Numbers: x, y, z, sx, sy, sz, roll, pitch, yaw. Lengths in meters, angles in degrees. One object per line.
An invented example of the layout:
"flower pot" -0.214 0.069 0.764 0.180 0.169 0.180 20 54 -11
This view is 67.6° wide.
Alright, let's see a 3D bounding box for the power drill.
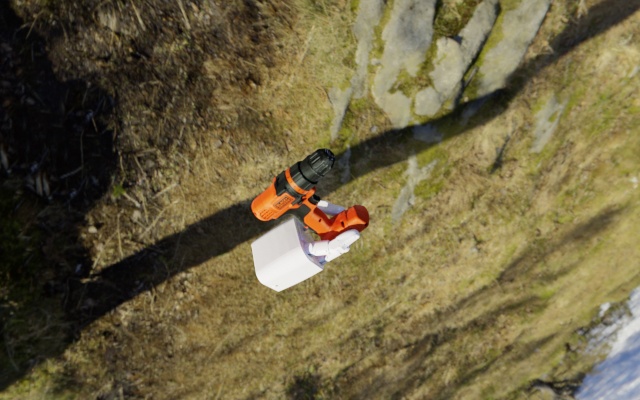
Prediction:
"power drill" 0.000 0.003 0.852 0.184 0.057 0.188 -36 -53 29
